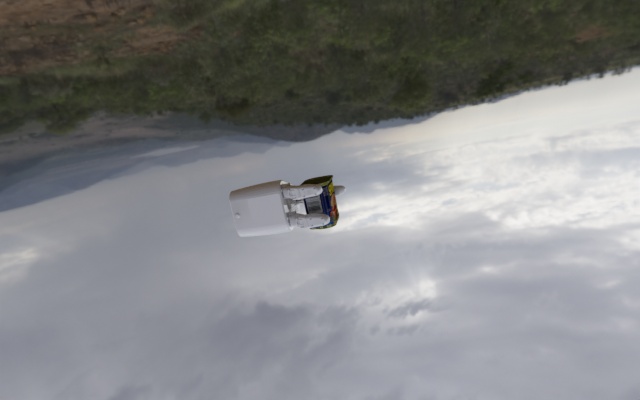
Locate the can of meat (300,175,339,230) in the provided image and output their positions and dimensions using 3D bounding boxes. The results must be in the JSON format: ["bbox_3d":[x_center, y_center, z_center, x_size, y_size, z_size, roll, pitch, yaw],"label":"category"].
[{"bbox_3d":[0.000,0.003,0.896,0.057,0.084,0.102,-10,10,10],"label":"can of meat"}]
